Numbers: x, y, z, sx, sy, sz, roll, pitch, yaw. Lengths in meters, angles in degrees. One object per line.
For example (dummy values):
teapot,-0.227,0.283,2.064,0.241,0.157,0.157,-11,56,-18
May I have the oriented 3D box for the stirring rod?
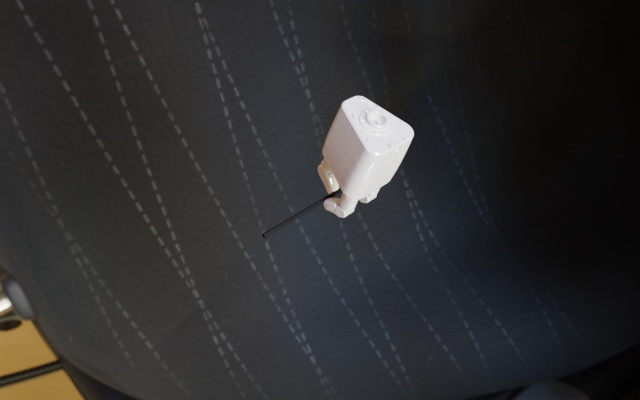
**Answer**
stirring rod,0.000,0.002,0.798,0.239,0.011,0.011,-31,17,-31
